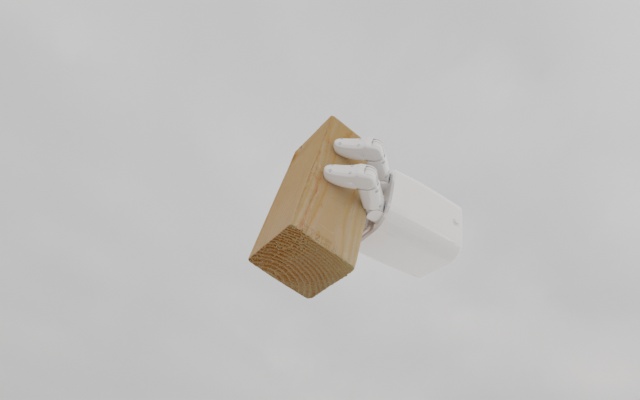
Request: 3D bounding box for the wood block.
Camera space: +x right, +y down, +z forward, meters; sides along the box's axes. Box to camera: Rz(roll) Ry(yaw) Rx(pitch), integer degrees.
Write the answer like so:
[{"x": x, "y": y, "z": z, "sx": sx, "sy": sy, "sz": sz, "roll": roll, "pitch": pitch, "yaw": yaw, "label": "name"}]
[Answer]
[{"x": 0.000, "y": 0.002, "z": 0.589, "sx": 0.090, "sy": 0.206, "sz": 0.091, "roll": 36, "pitch": -49, "yaw": -16, "label": "wood block"}]
